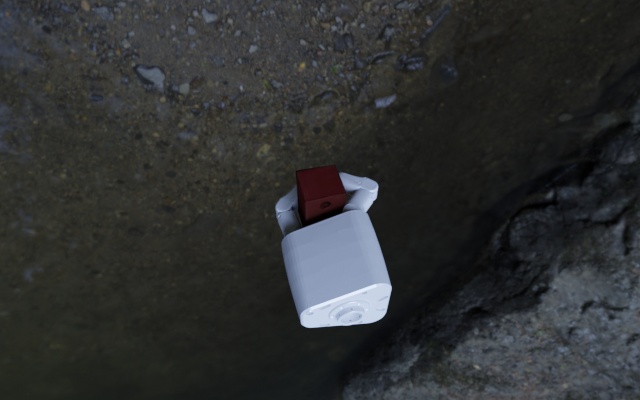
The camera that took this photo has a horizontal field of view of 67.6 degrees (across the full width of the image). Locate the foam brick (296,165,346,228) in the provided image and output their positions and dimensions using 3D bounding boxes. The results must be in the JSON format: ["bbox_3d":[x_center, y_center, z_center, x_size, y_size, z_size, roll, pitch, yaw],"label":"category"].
[{"bbox_3d":[0.000,0.002,0.604,0.053,0.051,0.078,-11,-39,-9],"label":"foam brick"}]
